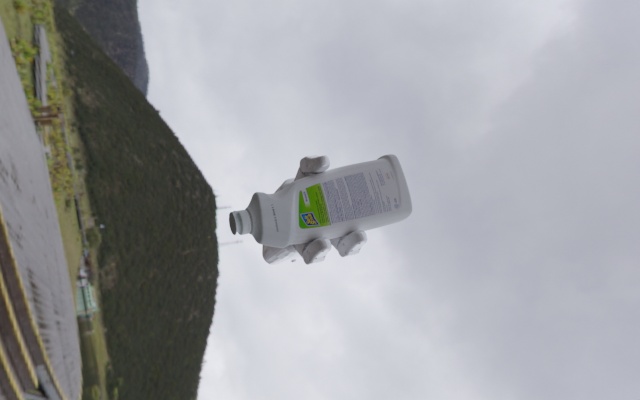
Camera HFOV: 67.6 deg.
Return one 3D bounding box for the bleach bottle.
[{"bbox_3d":[0.000,0.002,0.643,0.251,0.102,0.068,-9,-14,-27],"label":"bleach bottle"}]
